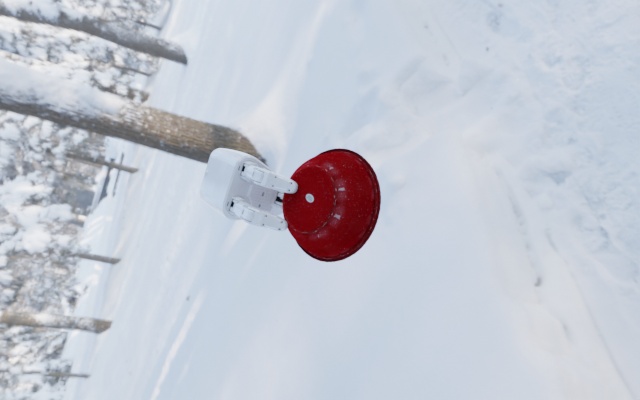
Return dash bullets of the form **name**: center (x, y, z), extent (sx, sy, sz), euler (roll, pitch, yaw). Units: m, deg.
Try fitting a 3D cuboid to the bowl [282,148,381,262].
- **bowl**: center (0.001, 0.002, 0.651), extent (0.162, 0.162, 0.055), euler (0, -8, 38)
